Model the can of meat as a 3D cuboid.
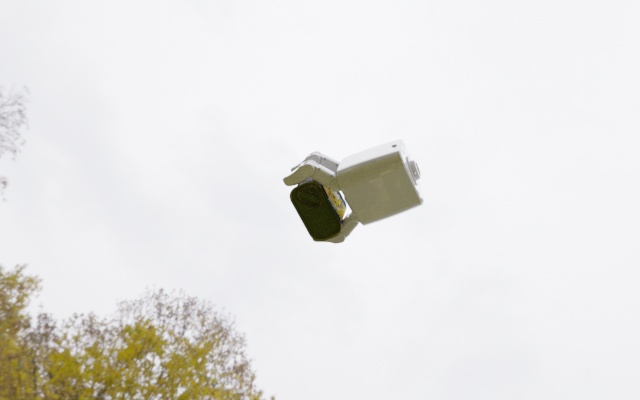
[{"bbox_3d":[0.000,0.003,0.793,0.057,0.102,0.084,-22,17,20],"label":"can of meat"}]
